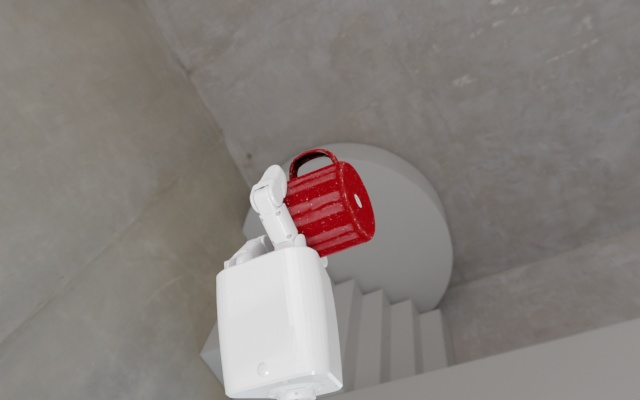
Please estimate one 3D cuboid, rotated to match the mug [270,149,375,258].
[{"bbox_3d":[0.000,0.000,0.471,0.081,0.117,0.093,-20,-30,20],"label":"mug"}]
